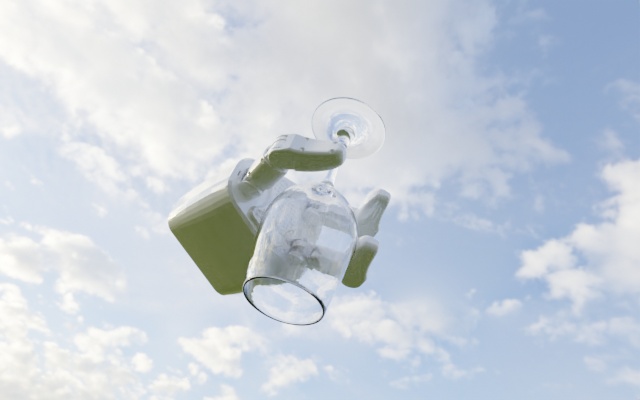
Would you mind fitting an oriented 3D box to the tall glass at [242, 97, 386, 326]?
[{"bbox_3d":[0.000,0.001,0.401,0.079,0.201,0.079,11,-42,10],"label":"tall glass"}]
